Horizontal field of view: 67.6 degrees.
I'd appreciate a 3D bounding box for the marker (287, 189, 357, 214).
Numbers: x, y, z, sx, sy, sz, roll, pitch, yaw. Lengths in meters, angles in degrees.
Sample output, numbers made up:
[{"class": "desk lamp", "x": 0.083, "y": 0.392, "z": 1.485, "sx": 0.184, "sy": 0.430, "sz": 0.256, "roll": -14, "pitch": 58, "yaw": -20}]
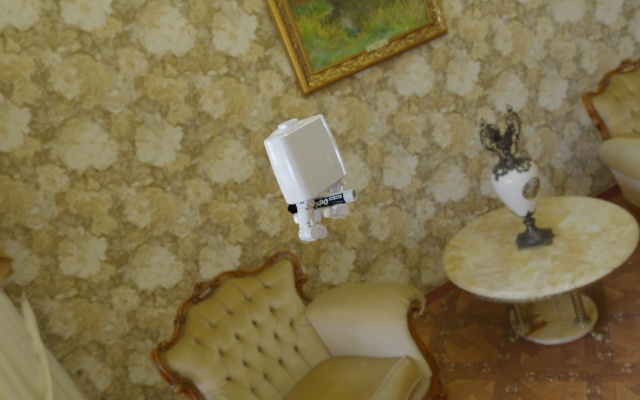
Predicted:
[{"class": "marker", "x": 0.000, "y": 0.003, "z": 0.747, "sx": 0.121, "sy": 0.020, "sz": 0.020, "roll": -12, "pitch": -6, "yaw": 29}]
